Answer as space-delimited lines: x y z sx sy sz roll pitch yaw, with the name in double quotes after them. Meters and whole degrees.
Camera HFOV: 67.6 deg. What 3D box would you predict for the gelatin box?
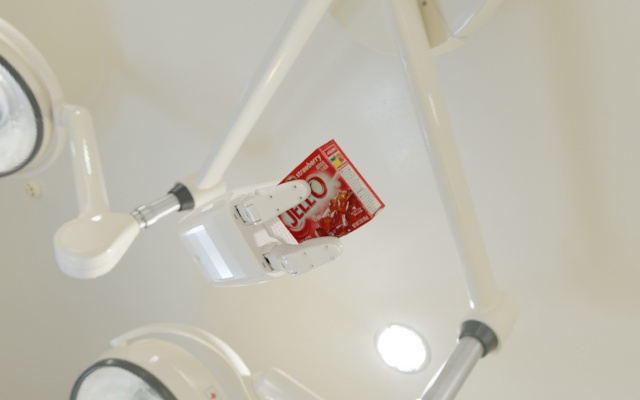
0.001 0.001 0.417 0.089 0.073 0.030 -37 1 41 "gelatin box"
